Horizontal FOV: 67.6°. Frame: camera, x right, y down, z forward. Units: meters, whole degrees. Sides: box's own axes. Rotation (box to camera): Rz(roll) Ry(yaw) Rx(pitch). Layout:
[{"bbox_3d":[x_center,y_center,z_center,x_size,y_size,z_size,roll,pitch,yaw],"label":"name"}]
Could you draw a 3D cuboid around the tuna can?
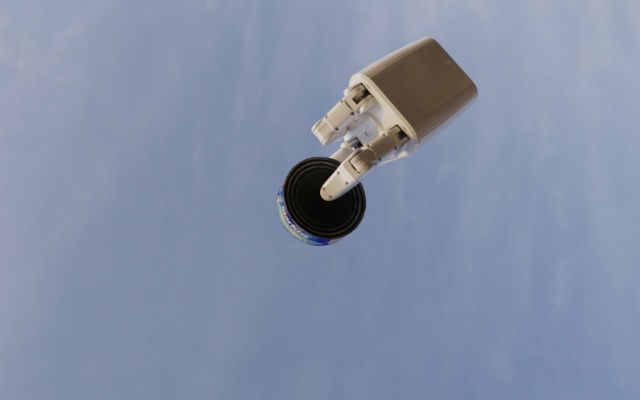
[{"bbox_3d":[0.000,0.002,0.479,0.086,0.086,0.034,0,-19,-20],"label":"tuna can"}]
